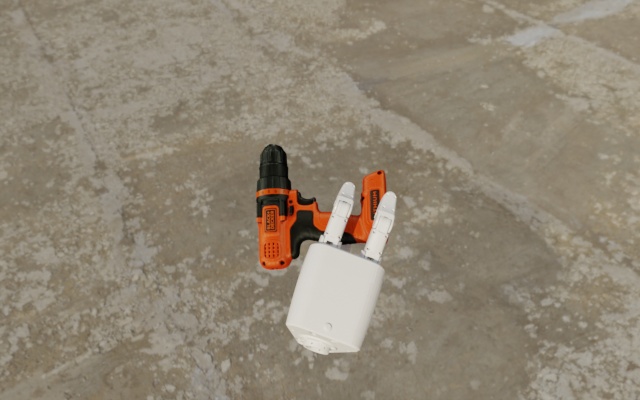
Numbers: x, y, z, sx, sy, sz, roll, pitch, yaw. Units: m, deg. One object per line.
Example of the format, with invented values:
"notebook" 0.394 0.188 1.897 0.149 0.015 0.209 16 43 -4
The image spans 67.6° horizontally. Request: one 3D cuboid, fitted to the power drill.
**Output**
"power drill" 0.001 0.002 0.677 0.187 0.184 0.057 -5 -12 10
